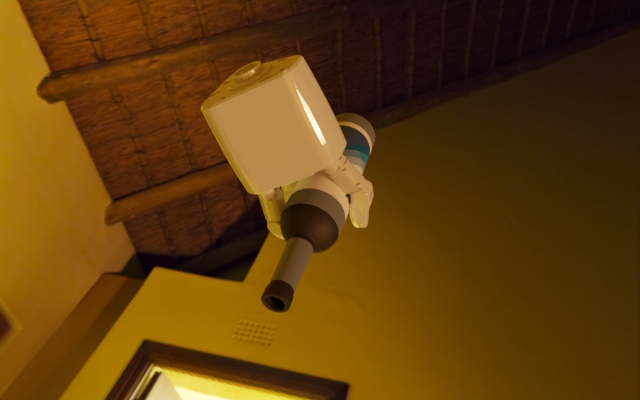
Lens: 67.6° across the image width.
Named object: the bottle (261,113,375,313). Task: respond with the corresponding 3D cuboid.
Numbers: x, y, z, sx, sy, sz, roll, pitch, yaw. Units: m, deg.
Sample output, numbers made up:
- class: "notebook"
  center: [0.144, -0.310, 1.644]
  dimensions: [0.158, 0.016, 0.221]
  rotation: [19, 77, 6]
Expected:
- class: "bottle"
  center: [0.000, 0.002, 0.536]
  dimensions: [0.069, 0.069, 0.295]
  rotation: [0, 38, 21]
